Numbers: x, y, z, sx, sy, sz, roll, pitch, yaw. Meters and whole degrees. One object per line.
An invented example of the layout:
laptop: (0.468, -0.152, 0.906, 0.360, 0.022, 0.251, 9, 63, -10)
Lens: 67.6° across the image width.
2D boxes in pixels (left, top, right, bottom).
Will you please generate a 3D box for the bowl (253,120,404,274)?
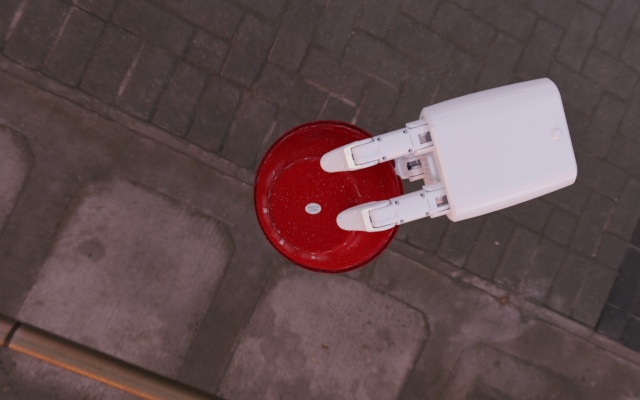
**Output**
bowl: (-0.001, 0.002, 0.473, 0.162, 0.162, 0.055, 0, 9, 14)
